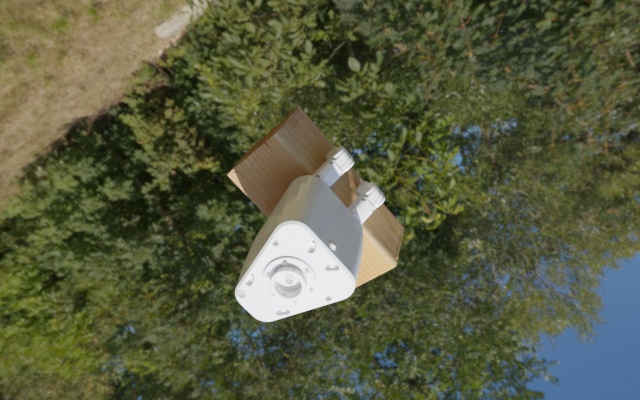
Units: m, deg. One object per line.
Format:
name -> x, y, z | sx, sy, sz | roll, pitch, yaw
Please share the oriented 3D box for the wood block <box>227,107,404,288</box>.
wood block -> 0.000, 0.002, 0.586 | 0.091, 0.206, 0.090 | -34, 16, 30
